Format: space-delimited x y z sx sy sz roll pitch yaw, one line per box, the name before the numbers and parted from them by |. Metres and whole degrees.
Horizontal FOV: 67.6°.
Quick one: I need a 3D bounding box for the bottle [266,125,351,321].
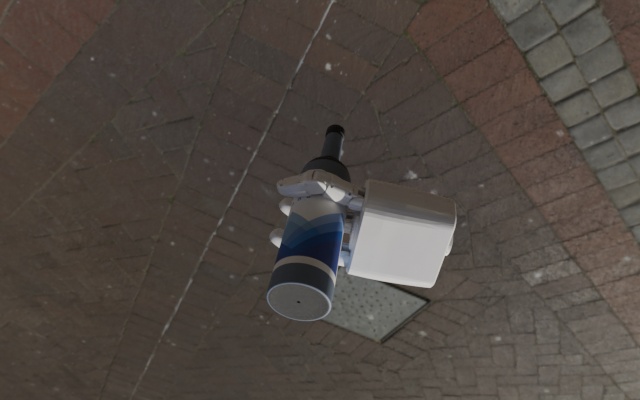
bottle | 0.000 0.002 0.582 0.069 0.069 0.295 0 43 12
